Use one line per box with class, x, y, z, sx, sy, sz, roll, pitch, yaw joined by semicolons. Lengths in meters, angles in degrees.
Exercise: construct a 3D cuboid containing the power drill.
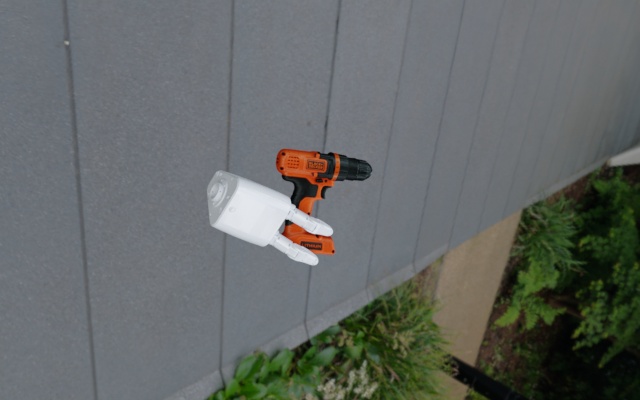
power drill;0.000;0.003;0.884;0.184;0.187;0.057;6;4;-17
